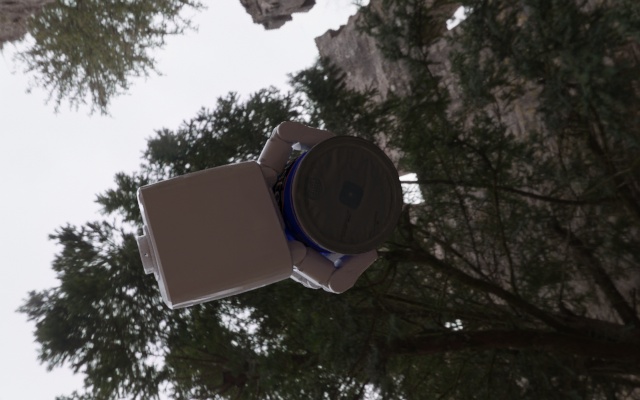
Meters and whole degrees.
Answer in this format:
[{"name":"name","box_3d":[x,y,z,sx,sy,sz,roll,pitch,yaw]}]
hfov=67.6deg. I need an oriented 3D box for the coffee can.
[{"name":"coffee can","box_3d":[0.000,0.001,0.468,0.103,0.103,0.140,0,-6,-22]}]
